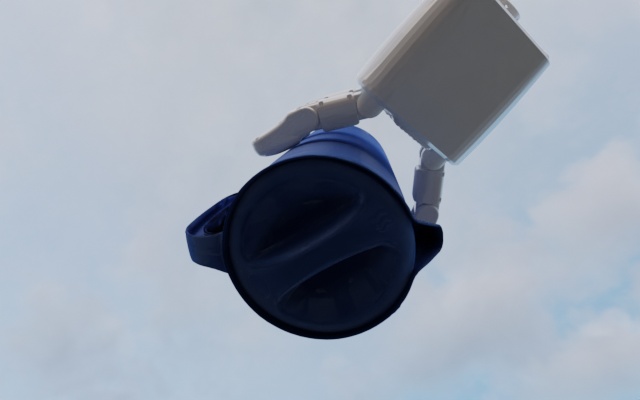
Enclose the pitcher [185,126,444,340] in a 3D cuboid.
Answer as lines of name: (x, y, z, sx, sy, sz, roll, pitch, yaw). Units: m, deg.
pitcher: (0.000, 0.001, 0.426, 0.149, 0.145, 0.242, 38, 17, -6)
